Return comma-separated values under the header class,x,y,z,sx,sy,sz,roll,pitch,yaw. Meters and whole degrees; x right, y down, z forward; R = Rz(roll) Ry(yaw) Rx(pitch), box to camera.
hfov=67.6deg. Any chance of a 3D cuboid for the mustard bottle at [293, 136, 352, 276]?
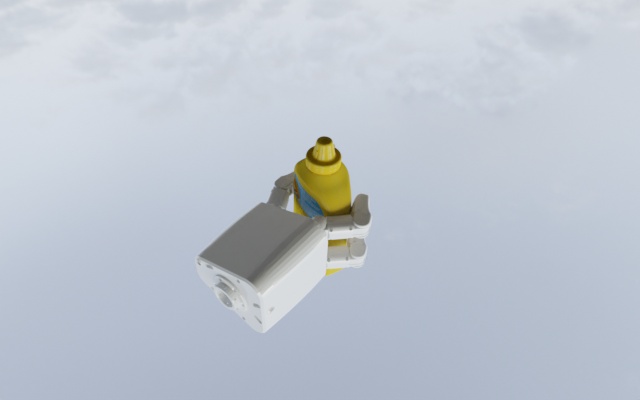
class,x,y,z,sx,sy,sz,roll,pitch,yaw
mustard bottle,0.000,0.002,0.591,0.058,0.192,0.096,-19,49,-20
